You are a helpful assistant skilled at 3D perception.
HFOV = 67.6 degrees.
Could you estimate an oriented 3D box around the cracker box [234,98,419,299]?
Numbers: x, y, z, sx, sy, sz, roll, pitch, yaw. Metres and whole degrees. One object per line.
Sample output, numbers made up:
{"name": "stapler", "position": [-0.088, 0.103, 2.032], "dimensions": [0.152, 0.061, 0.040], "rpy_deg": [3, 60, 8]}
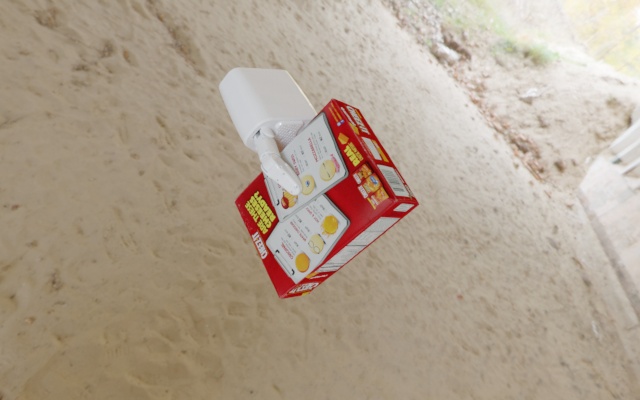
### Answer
{"name": "cracker box", "position": [0.000, 0.002, 0.627], "dimensions": [0.214, 0.164, 0.072], "rpy_deg": [-43, -29, 27]}
